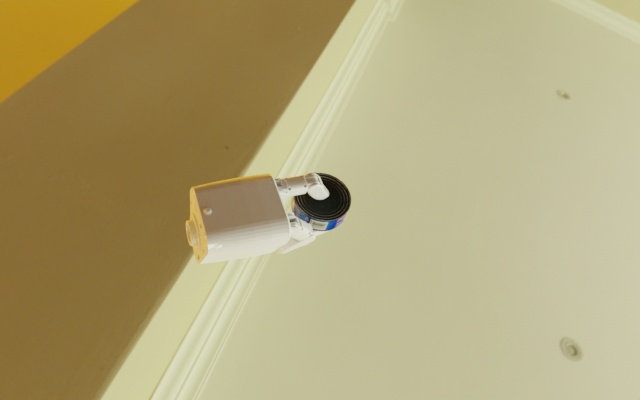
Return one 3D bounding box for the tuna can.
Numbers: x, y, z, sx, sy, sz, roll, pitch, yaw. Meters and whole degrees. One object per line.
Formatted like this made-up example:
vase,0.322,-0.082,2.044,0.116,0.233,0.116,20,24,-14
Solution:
tuna can,0.000,0.003,0.706,0.086,0.086,0.034,0,-35,-15
